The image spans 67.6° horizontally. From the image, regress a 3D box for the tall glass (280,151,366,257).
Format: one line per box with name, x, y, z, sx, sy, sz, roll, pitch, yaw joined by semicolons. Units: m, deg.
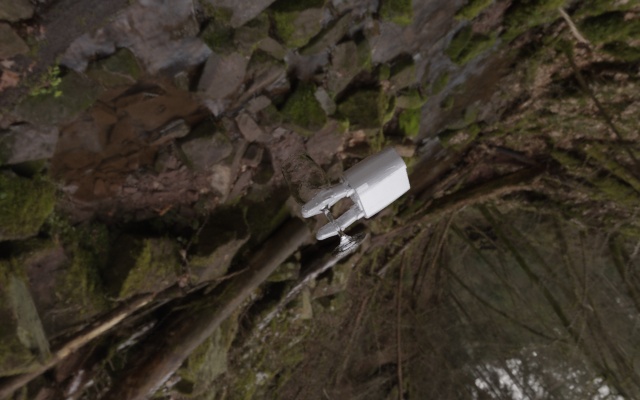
tall glass;0.000;0.004;0.894;0.079;0.201;0.079;-30;-20;-12
